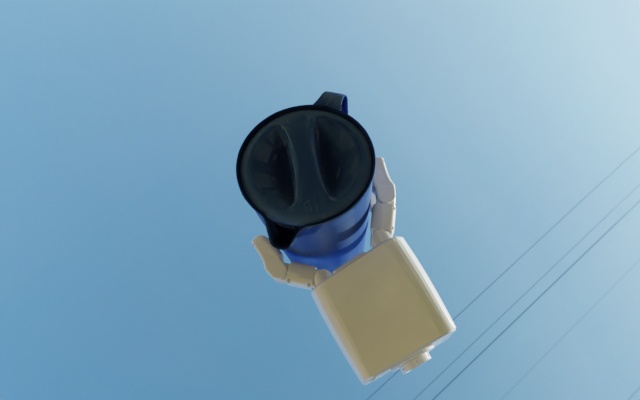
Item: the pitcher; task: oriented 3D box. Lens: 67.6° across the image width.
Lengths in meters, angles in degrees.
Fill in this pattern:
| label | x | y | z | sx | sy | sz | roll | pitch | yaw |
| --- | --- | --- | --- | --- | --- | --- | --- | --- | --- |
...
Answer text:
| label | x | y | z | sx | sy | sz | roll | pitch | yaw |
| --- | --- | --- | --- | --- | --- | --- | --- | --- | --- |
| pitcher | 0.000 | 0.002 | 0.557 | 0.149 | 0.145 | 0.243 | -29 | -24 | -7 |
